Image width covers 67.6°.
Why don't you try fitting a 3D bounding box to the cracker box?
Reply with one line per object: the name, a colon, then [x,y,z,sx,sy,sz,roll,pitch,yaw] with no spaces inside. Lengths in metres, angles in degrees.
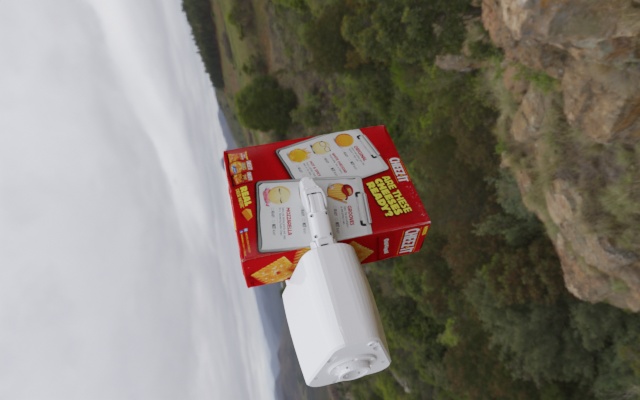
cracker box: [0.000,0.002,0.582,0.213,0.164,0.072,-10,-36,-10]
